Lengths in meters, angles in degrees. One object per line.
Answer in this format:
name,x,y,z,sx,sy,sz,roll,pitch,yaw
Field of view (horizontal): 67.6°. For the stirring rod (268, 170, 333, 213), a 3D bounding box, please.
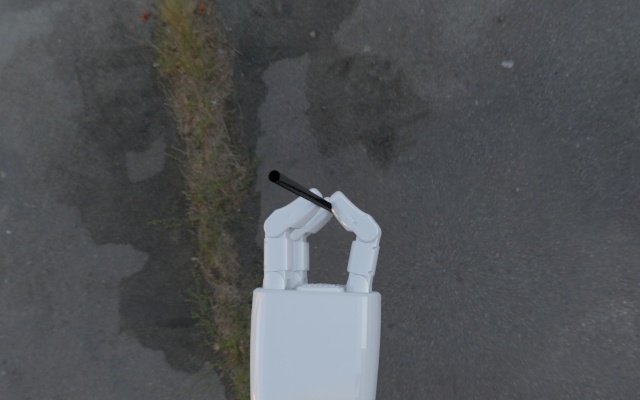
stirring rod,0.000,0.001,0.422,0.011,0.011,0.239,0,-8,15
